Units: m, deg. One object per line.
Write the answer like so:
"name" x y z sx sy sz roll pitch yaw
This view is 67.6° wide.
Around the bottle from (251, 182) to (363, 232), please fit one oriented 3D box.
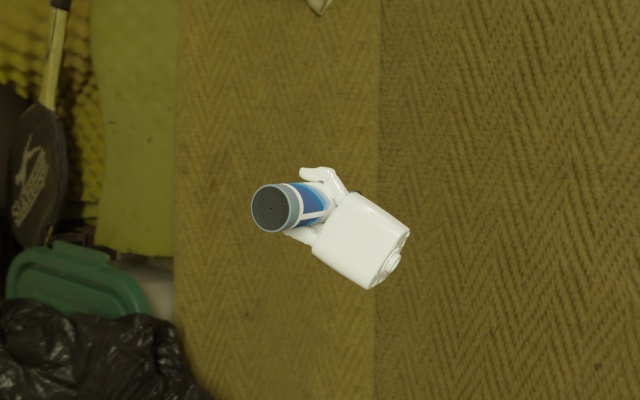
"bottle" 0.000 0.003 0.785 0.069 0.069 0.295 0 3 28
